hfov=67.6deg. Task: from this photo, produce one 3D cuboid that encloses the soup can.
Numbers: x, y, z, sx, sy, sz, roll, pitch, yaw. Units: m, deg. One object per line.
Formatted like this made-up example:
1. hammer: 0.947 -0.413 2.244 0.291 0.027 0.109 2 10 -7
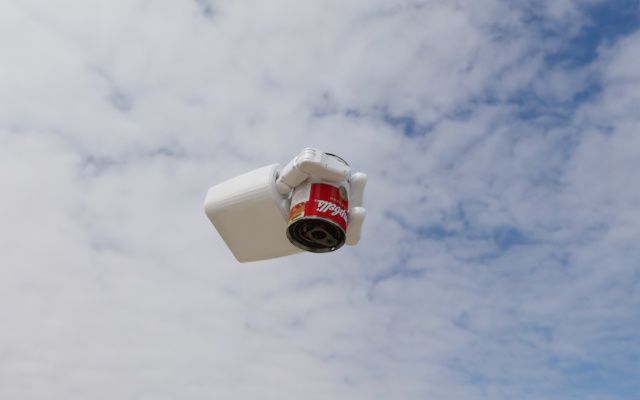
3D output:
1. soup can: 0.000 0.001 0.566 0.068 0.102 0.069 5 -40 4
